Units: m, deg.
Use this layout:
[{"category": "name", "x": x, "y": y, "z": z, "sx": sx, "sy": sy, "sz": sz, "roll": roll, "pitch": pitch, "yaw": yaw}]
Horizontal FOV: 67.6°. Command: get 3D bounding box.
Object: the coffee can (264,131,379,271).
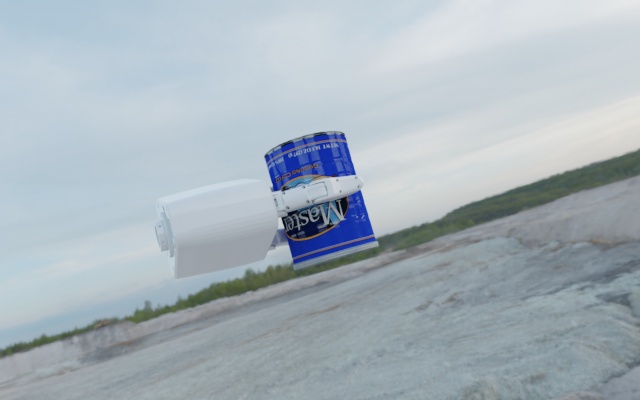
[{"category": "coffee can", "x": 0.000, "y": 0.002, "z": 0.567, "sx": 0.103, "sy": 0.140, "sz": 0.103, "roll": -16, "pitch": -7, "yaw": -2}]
